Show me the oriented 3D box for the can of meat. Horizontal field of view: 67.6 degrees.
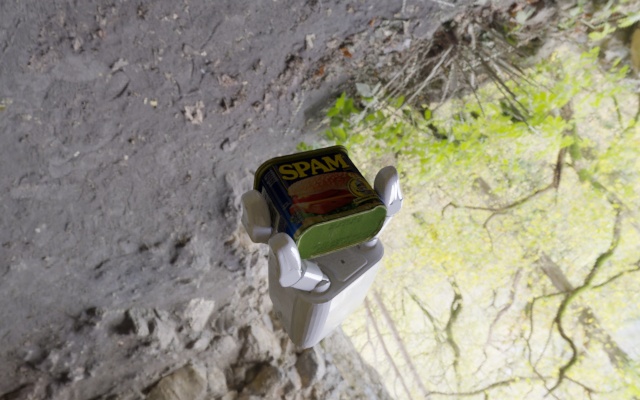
[{"bbox_3d":[0.000,0.002,0.445,0.102,0.084,0.057,-14,-38,-27],"label":"can of meat"}]
